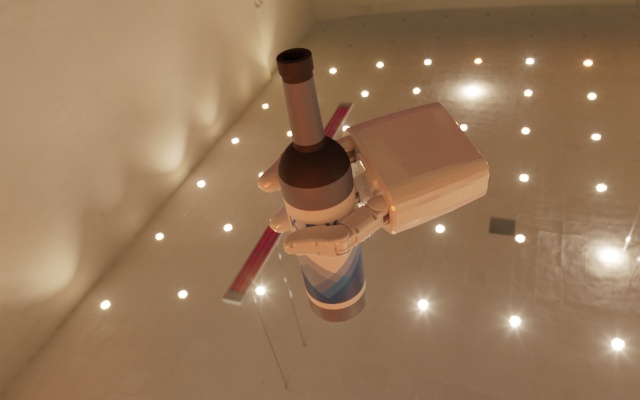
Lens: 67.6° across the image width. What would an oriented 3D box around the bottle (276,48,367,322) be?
[{"bbox_3d":[0.000,0.002,0.454,0.069,0.296,0.069,-6,40,5],"label":"bottle"}]
